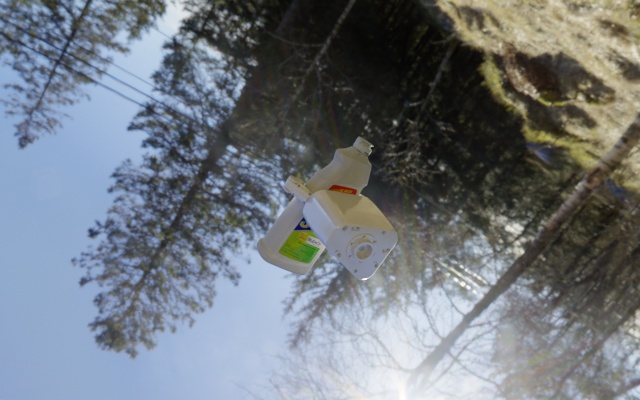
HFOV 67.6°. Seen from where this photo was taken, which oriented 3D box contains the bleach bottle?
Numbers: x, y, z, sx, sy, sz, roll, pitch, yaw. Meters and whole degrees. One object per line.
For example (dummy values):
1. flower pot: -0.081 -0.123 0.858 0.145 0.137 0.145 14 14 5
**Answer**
1. bleach bottle: 0.000 0.003 0.796 0.102 0.251 0.068 26 14 -30
